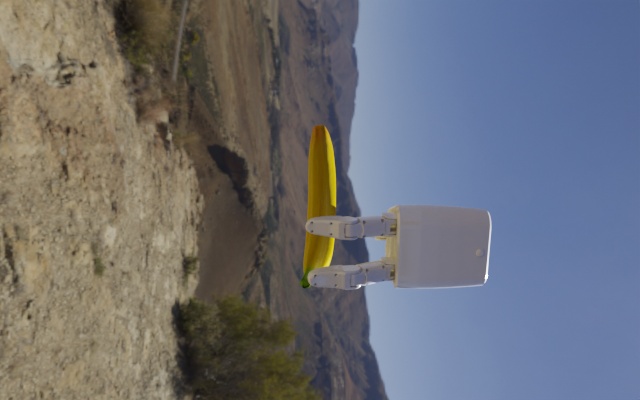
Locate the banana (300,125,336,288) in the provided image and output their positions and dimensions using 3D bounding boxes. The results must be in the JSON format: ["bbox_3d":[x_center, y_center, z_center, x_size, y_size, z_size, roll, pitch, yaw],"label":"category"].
[{"bbox_3d":[0.000,0.009,0.589,0.037,0.197,0.070,2,-12,2],"label":"banana"}]
